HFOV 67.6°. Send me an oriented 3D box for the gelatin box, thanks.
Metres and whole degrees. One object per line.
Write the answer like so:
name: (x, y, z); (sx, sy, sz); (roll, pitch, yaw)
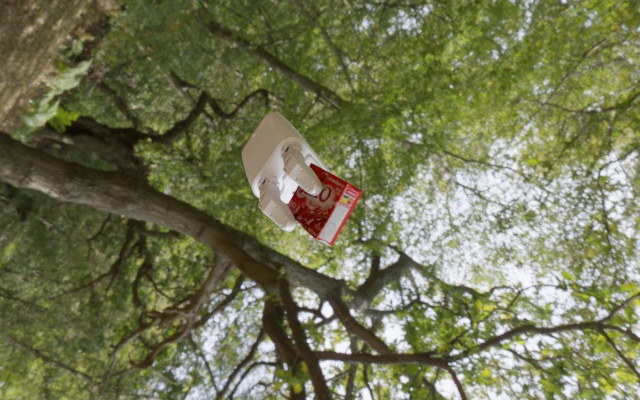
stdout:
gelatin box: (0.001, 0.002, 0.567); (0.030, 0.073, 0.089); (27, 4, -36)
